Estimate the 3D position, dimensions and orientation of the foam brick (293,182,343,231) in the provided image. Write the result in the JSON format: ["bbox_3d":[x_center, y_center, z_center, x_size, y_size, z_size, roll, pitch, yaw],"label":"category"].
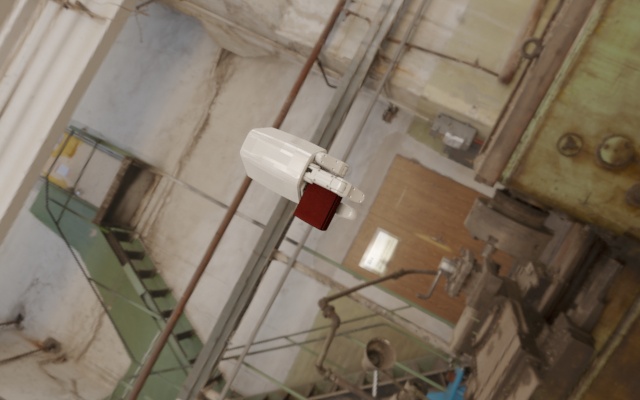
[{"bbox_3d":[0.000,0.003,0.744,0.051,0.078,0.053,26,-1,10],"label":"foam brick"}]
